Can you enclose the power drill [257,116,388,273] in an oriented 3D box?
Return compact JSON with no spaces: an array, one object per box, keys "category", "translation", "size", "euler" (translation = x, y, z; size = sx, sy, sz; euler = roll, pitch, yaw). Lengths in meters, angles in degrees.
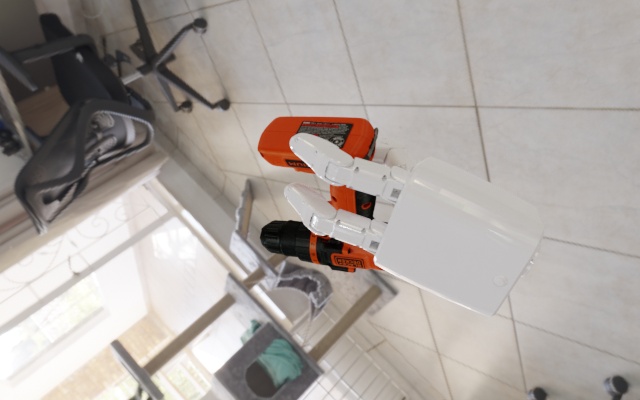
[{"category":"power drill","translation":[0.000,0.001,0.494],"size":[0.184,0.057,0.188],"euler":[3,-41,21]}]
